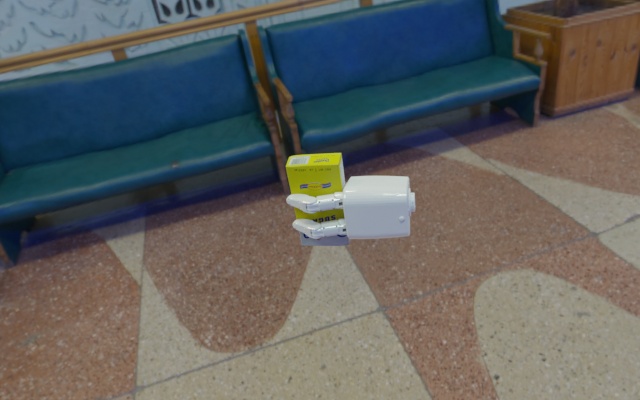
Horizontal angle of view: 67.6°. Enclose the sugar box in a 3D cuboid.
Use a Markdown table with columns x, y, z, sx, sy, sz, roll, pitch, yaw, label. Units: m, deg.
| x | y | z | sx | sy | sz | roll | pitch | yaw | label |
| --- | --- | --- | --- | --- | --- | --- | --- | --- | --- |
| 0.000 | 0.003 | 0.847 | 0.093 | 0.176 | 0.048 | -1 | 33 | 13 | sugar box |
